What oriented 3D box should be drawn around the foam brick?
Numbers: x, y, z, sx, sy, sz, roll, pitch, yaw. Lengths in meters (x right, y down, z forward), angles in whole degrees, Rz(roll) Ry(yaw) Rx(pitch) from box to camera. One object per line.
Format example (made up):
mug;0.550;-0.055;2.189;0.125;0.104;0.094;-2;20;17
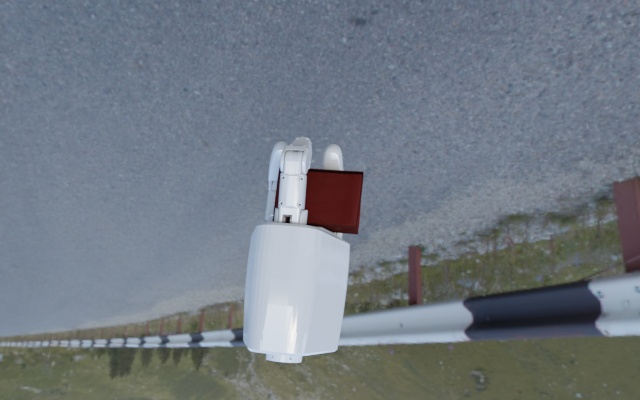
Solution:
foam brick;0.000;0.001;0.448;0.078;0.051;0.053;4;-12;7
